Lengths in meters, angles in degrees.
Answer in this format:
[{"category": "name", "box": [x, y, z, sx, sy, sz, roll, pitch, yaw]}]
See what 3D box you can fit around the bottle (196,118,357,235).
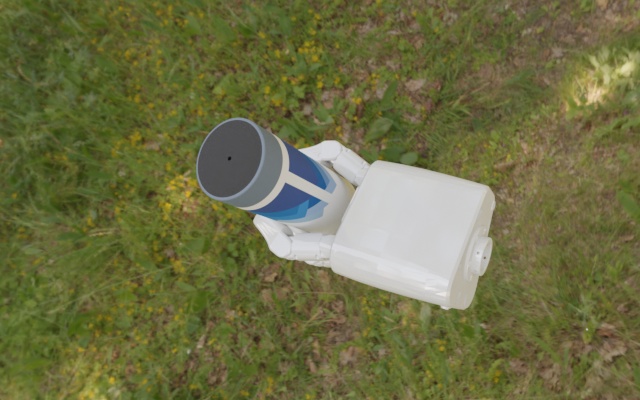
[{"category": "bottle", "box": [0.000, 0.002, 0.488, 0.069, 0.069, 0.296, 0, -13, 29]}]
